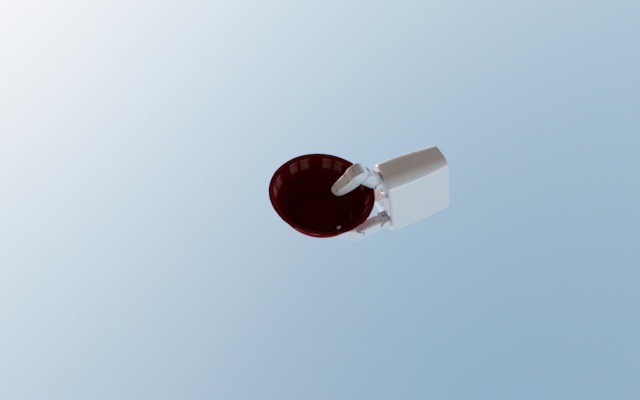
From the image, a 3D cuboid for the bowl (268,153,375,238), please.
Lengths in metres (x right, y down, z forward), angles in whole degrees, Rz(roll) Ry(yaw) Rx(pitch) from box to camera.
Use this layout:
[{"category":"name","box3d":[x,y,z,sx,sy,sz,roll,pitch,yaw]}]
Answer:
[{"category":"bowl","box3d":[-0.001,0.003,0.739,0.162,0.162,0.055,0,-39,-8]}]
